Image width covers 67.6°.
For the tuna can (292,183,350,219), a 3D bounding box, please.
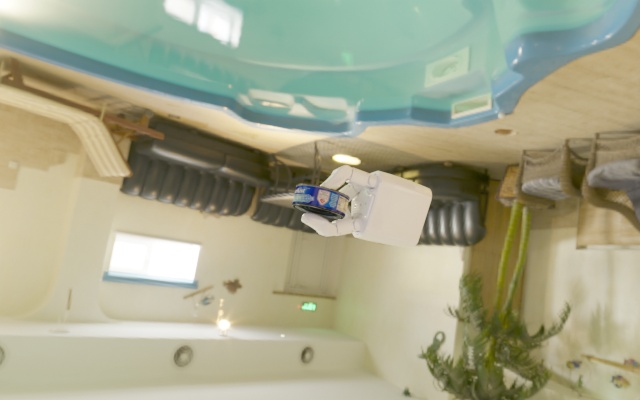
[{"bbox_3d":[0.000,0.003,0.738,0.086,0.033,0.086,14,-10,2],"label":"tuna can"}]
